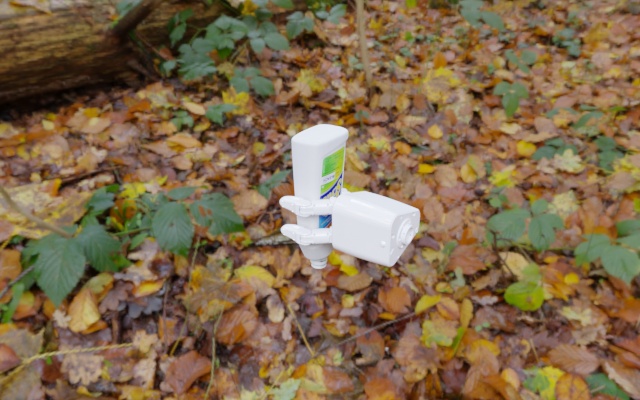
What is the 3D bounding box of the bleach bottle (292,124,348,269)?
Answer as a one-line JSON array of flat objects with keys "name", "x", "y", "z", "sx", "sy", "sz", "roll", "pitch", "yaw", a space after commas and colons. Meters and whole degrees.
[{"name": "bleach bottle", "x": 0.000, "y": 0.003, "z": 0.831, "sx": 0.068, "sy": 0.251, "sz": 0.102, "roll": 17, "pitch": 32, "yaw": 32}]
